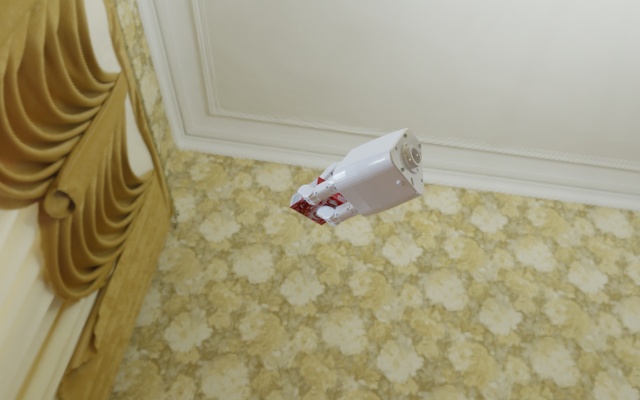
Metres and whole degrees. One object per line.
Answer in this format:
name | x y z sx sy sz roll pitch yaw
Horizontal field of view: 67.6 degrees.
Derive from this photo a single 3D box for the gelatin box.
gelatin box | 0.000 0.003 0.840 0.073 0.030 0.089 30 -38 -23
